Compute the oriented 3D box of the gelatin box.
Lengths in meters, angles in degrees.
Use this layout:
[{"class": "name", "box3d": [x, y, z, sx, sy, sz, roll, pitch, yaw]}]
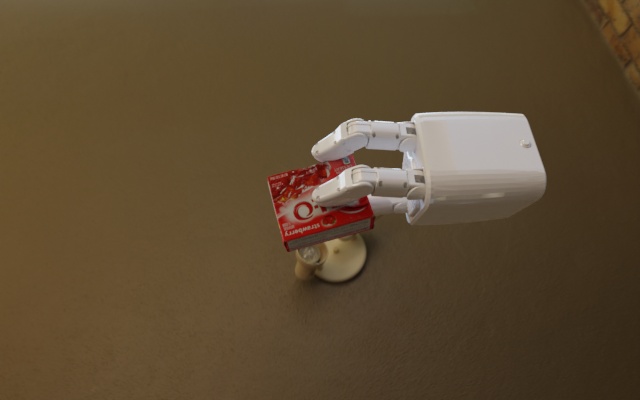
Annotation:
[{"class": "gelatin box", "box3d": [0.000, 0.002, 0.461, 0.089, 0.073, 0.030, -15, -28, -4]}]
